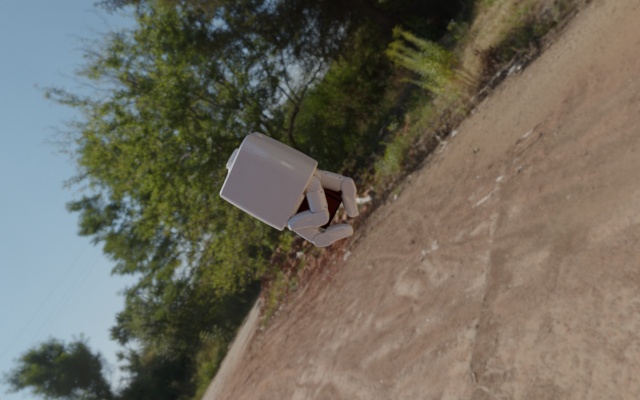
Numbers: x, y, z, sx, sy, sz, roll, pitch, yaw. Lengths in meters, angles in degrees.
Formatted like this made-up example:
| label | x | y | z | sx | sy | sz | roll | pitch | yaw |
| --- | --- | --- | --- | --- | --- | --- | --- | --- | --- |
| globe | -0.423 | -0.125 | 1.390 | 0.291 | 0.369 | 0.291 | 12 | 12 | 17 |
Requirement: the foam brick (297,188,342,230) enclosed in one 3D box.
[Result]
| label | x | y | z | sx | sy | sz | roll | pitch | yaw |
| --- | --- | --- | --- | --- | --- | --- | --- | --- | --- |
| foam brick | 0.000 | 0.002 | 0.736 | 0.051 | 0.053 | 0.078 | 27 | 12 | -3 |
